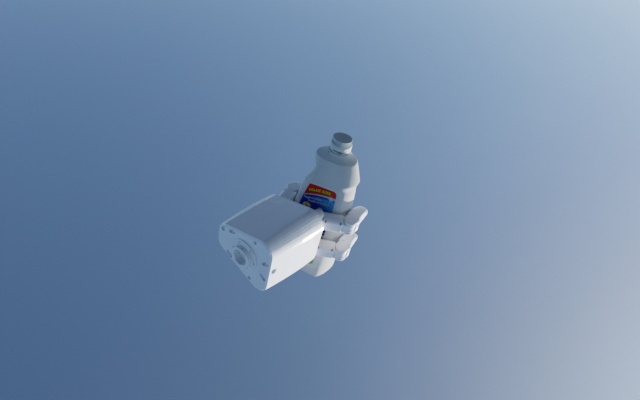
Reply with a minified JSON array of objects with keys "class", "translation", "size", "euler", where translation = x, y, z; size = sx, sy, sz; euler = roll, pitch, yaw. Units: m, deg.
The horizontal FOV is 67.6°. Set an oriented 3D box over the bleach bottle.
[{"class":"bleach bottle","translation":[0.000,0.003,0.753],"size":[0.102,0.251,0.068],"euler":[35,42,24]}]
